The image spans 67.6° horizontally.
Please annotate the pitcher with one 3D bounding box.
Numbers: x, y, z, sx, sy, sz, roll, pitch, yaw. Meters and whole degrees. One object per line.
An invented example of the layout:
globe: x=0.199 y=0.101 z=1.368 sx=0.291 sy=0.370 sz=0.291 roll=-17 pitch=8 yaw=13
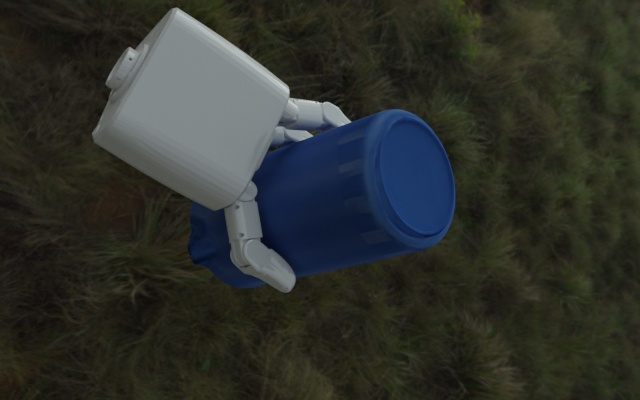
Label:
pitcher: x=0.000 y=0.001 z=0.443 sx=0.145 sy=0.149 sz=0.243 roll=31 pitch=-30 yaw=-32
